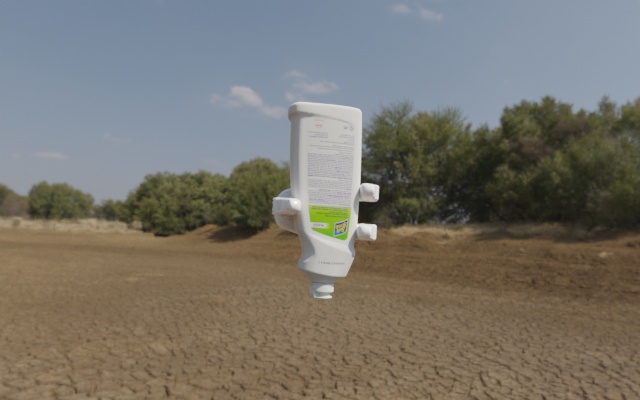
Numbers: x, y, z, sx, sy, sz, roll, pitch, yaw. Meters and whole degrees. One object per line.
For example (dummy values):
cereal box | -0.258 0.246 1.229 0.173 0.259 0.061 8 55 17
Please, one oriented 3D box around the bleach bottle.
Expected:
bleach bottle | 0.000 0.002 0.637 0.102 0.251 0.068 4 -4 -8
